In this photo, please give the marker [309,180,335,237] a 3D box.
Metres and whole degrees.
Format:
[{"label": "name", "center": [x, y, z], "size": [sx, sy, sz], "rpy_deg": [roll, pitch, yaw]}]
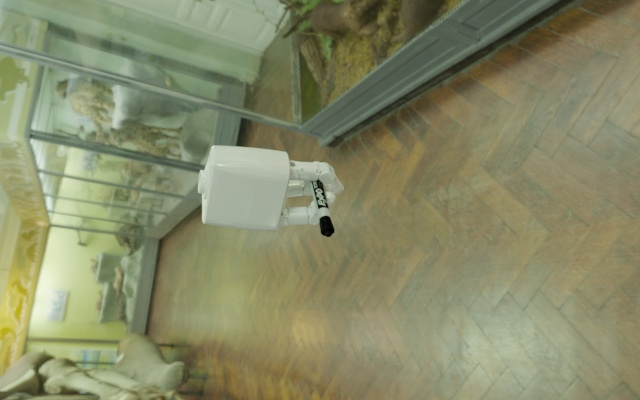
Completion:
[{"label": "marker", "center": [0.000, 0.002, 0.666], "size": [0.020, 0.121, 0.020], "rpy_deg": [-7, -42, -7]}]
